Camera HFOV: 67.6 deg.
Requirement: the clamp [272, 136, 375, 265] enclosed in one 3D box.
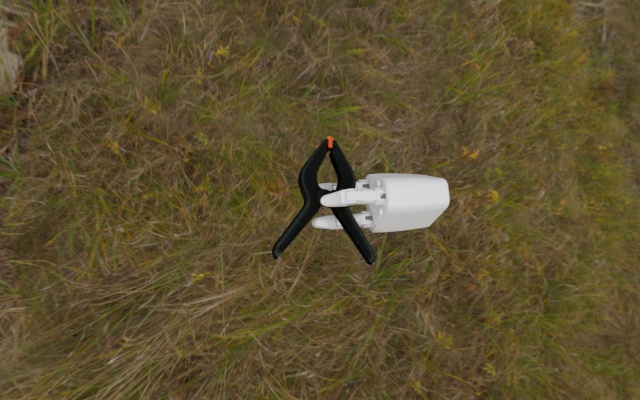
[{"bbox_3d":[0.000,0.002,0.762,0.164,0.210,0.036,-2,-9,-14],"label":"clamp"}]
